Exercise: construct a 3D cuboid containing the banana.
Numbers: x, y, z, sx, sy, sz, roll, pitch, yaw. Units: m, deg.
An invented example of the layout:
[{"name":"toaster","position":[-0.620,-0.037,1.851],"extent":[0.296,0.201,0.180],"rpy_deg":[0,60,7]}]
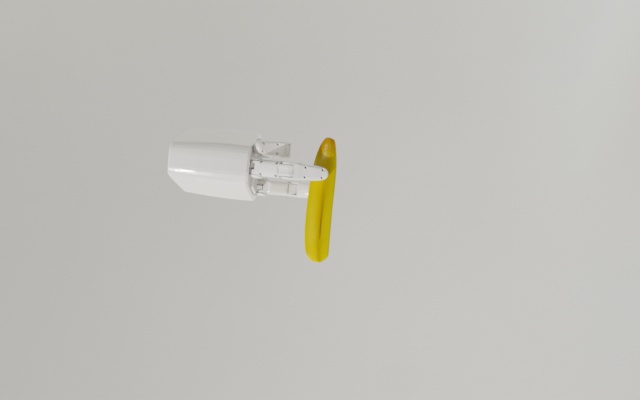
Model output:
[{"name":"banana","position":[-0.001,0.014,0.665],"extent":[0.037,0.198,0.069],"rpy_deg":[5,28,1]}]
